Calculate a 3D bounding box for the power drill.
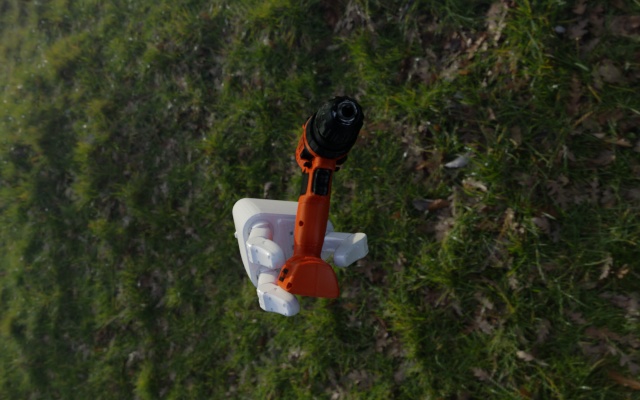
[{"bbox_3d":[0.000,0.002,0.488,0.057,0.187,0.184,9,-8,-7],"label":"power drill"}]
